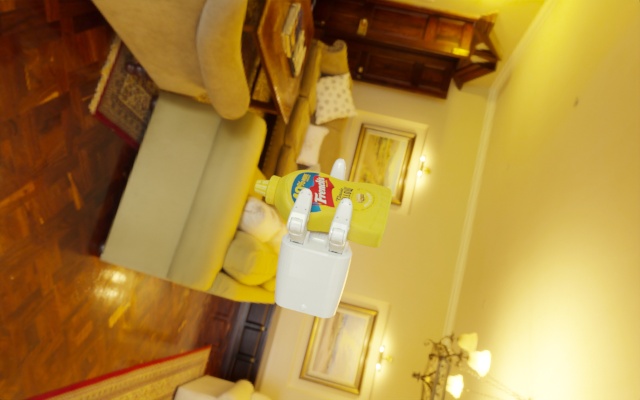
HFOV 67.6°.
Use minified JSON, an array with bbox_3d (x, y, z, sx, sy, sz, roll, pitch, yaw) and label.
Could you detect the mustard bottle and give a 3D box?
[{"bbox_3d":[0.000,0.002,0.675,0.191,0.096,0.058,14,-43,6],"label":"mustard bottle"}]
